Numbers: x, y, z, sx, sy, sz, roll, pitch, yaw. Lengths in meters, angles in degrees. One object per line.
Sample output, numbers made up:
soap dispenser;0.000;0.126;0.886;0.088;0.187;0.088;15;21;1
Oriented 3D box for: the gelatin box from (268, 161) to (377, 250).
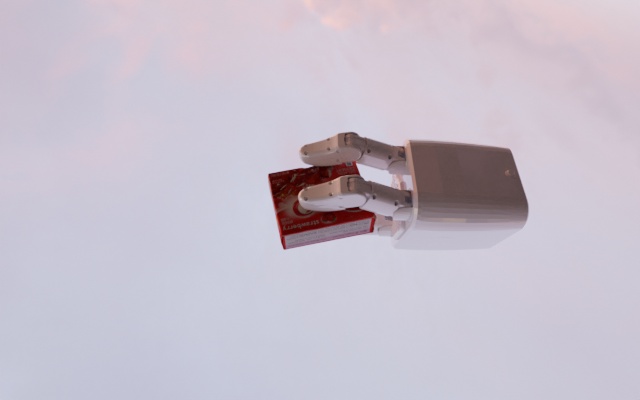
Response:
gelatin box;0.000;0.002;0.451;0.089;0.073;0.030;-11;-35;-7
